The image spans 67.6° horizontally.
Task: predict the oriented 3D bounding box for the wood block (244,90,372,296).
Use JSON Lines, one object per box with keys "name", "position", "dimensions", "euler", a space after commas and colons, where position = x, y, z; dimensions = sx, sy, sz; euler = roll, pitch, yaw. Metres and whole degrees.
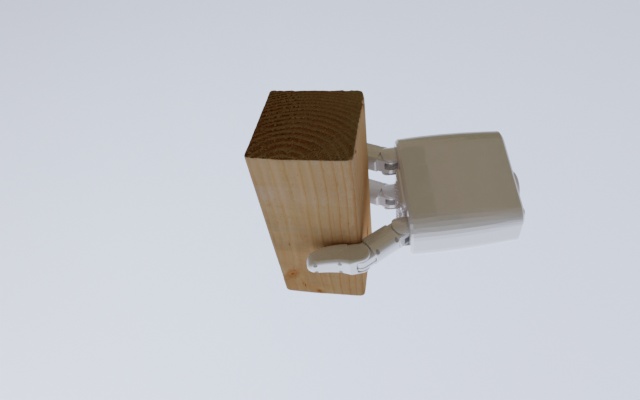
{"name": "wood block", "position": [0.000, 0.002, 0.476], "dimensions": [0.090, 0.090, 0.206], "euler": [3, -41, 11]}
